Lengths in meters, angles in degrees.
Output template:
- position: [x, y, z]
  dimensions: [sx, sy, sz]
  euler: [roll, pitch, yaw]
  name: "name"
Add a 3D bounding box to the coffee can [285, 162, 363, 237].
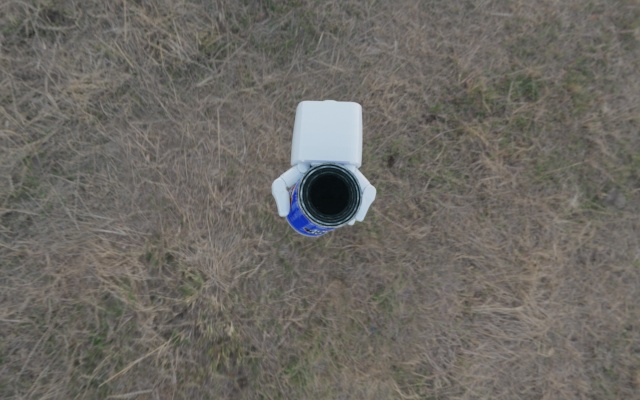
- position: [0.000, 0.003, 0.788]
  dimensions: [0.103, 0.103, 0.140]
  euler: [0, -9, -13]
  name: "coffee can"
